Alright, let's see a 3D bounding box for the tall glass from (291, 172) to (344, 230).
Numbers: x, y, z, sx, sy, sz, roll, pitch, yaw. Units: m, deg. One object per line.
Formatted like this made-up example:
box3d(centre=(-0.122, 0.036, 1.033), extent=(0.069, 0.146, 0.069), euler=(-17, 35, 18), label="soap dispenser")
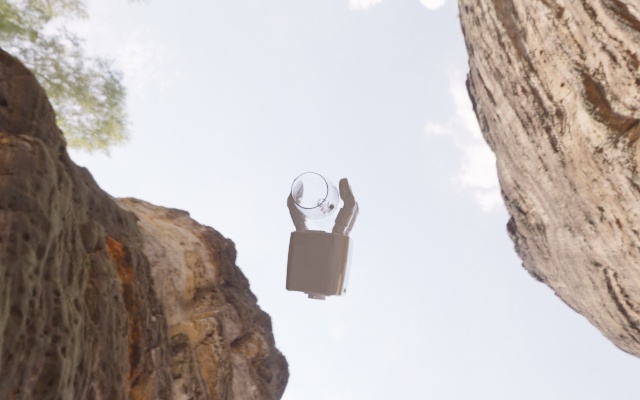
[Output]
box3d(centre=(0.000, 0.003, 0.864), extent=(0.079, 0.079, 0.201), euler=(0, -12, 11), label="tall glass")
